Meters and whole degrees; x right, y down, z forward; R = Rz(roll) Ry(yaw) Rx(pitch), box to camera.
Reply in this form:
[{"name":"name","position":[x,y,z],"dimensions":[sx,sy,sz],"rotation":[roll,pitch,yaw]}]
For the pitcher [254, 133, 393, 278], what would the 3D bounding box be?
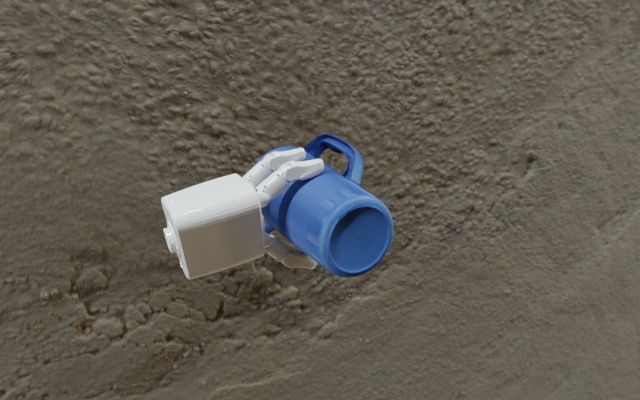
[{"name":"pitcher","position":[0.000,0.002,0.676],"dimensions":[0.145,0.149,0.242],"rotation":[-15,24,-23]}]
